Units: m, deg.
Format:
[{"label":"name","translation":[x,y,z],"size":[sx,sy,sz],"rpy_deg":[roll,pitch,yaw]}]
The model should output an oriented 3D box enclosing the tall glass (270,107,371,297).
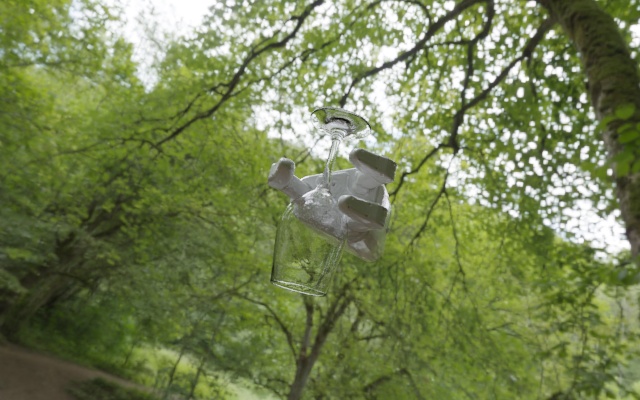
[{"label":"tall glass","translation":[0.000,0.001,0.533],"size":[0.079,0.201,0.079],"rpy_deg":[13,-18,4]}]
